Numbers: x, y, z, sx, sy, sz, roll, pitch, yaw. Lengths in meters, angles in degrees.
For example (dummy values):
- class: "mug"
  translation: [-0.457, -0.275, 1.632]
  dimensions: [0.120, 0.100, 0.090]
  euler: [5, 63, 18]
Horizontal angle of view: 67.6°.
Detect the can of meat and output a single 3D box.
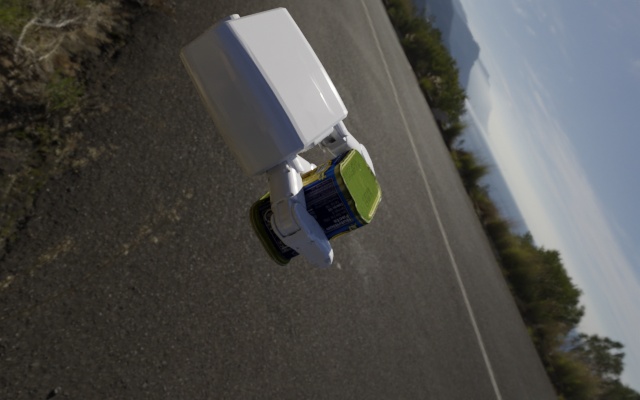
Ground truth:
- class: "can of meat"
  translation: [0.000, 0.001, 0.407]
  dimensions: [0.084, 0.057, 0.102]
  euler: [-26, 10, 20]
